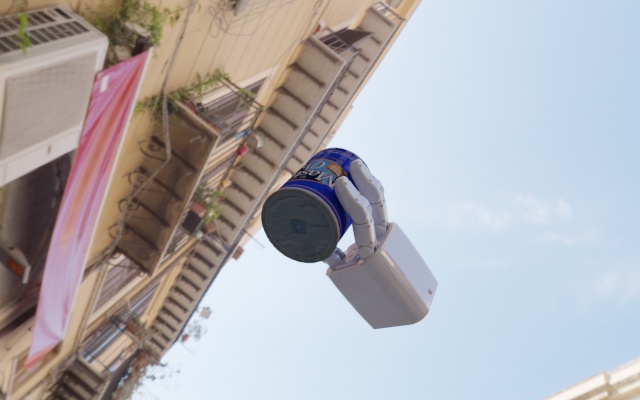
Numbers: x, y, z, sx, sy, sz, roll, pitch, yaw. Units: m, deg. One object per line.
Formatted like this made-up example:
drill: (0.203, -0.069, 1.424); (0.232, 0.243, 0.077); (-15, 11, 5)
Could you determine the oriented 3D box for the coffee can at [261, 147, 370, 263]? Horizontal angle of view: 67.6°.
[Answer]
coffee can: (0.000, 0.002, 0.628); (0.103, 0.103, 0.140); (0, 26, 26)
